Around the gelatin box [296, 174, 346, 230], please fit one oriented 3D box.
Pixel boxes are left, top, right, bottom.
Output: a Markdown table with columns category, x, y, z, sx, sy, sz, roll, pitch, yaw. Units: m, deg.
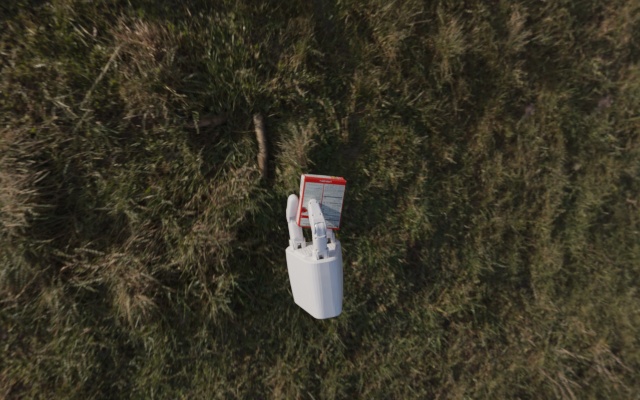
| category | x | y | z | sx | sy | sz | roll | pitch | yaw |
| --- | --- | --- | --- | --- | --- | --- | --- | --- | --- |
| gelatin box | 0.000 | 0.002 | 0.810 | 0.073 | 0.089 | 0.030 | 4 | 15 | -13 |
